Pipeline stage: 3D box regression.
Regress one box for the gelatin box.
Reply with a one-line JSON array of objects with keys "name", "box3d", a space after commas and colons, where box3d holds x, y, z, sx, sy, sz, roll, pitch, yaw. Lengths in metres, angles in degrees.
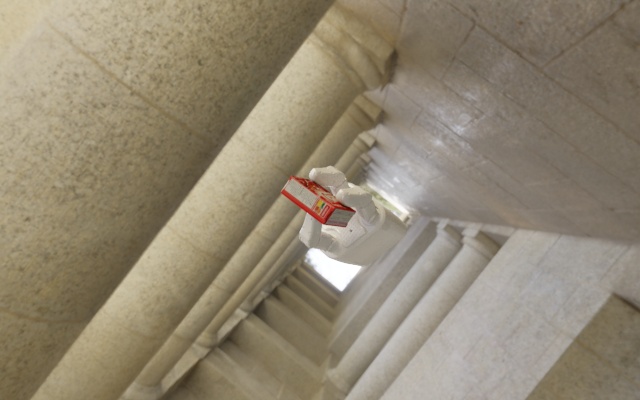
[{"name": "gelatin box", "box3d": [0.000, 0.002, 0.624, 0.073, 0.030, 0.089, 37, 9, 21]}]
